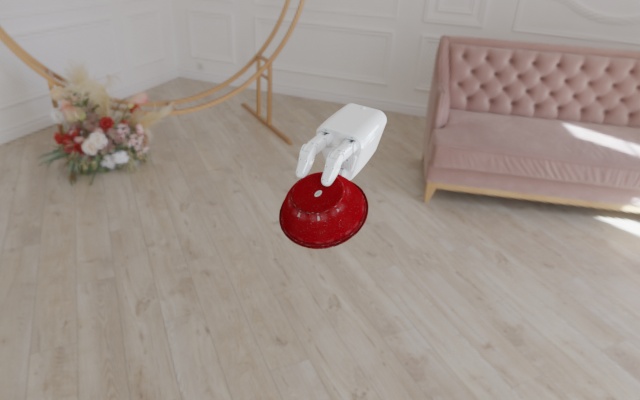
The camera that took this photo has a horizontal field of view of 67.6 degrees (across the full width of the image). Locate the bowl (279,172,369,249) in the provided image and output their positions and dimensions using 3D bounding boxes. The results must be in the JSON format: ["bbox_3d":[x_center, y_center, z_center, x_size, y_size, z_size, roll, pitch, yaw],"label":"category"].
[{"bbox_3d":[0.000,0.003,0.826,0.162,0.162,0.055,0,-38,14],"label":"bowl"}]
